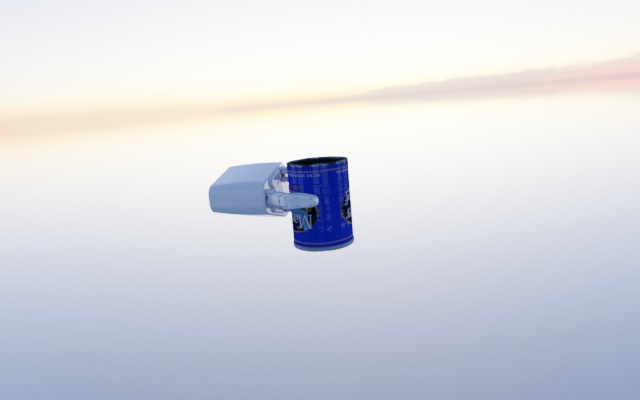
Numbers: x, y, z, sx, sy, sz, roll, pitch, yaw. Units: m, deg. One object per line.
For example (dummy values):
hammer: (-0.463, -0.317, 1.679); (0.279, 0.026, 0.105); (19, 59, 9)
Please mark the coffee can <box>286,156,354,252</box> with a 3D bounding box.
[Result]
coffee can: (0.000, 0.003, 0.788); (0.103, 0.140, 0.102); (-5, 12, 1)
